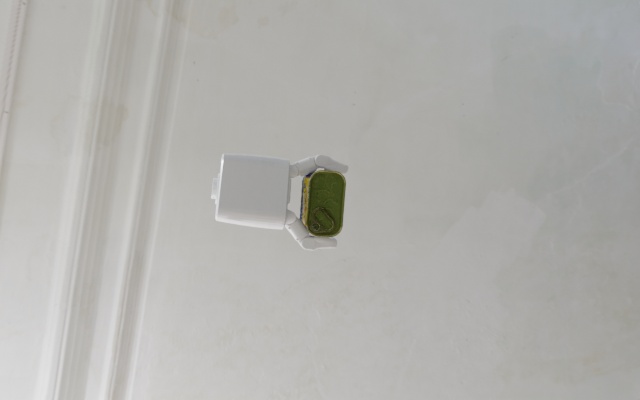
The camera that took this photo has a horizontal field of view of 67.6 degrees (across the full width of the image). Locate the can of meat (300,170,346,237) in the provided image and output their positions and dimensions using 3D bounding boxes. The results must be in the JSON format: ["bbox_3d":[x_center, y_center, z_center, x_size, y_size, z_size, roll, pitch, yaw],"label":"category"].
[{"bbox_3d":[0.000,0.002,0.767,0.057,0.102,0.084,3,3,-13],"label":"can of meat"}]
